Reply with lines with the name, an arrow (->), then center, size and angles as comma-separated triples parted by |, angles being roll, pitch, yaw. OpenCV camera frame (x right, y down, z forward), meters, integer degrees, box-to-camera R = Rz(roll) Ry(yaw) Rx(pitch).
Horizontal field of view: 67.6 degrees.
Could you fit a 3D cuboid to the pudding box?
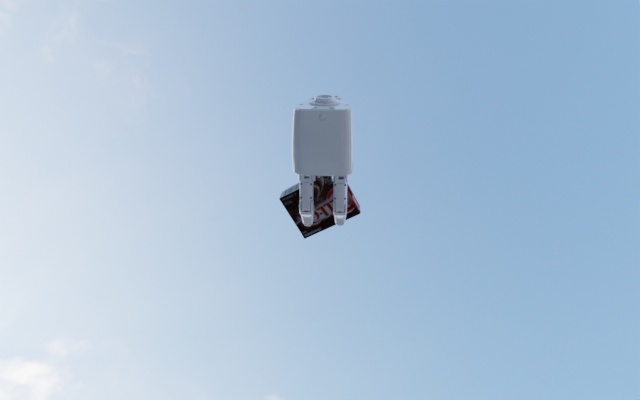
pudding box -> 0.000, 0.003, 0.820 | 0.113, 0.090, 0.039 | -25, 22, 15
